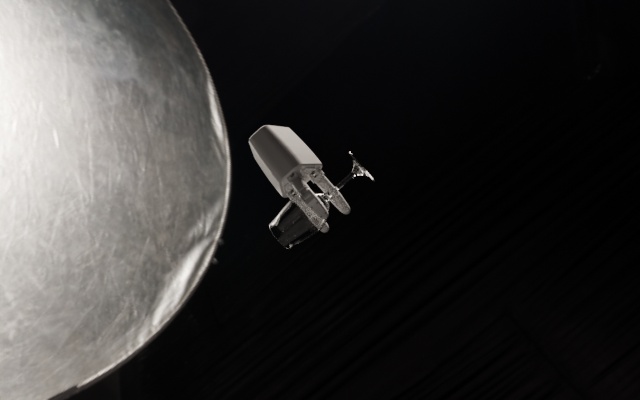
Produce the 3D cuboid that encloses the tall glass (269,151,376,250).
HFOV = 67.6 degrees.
[{"bbox_3d":[0.001,0.003,0.870,0.201,0.079,0.079,-41,-5,6],"label":"tall glass"}]
